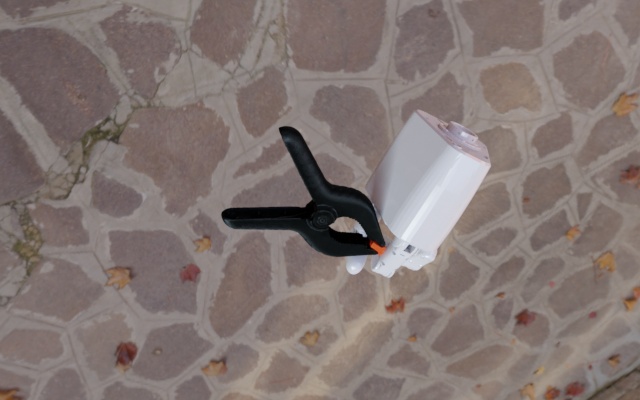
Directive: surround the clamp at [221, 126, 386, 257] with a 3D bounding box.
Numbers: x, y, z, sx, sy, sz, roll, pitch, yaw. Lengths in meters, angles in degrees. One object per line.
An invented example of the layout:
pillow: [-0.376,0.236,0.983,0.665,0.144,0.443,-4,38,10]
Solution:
clamp: [0.000,0.002,0.479,0.171,0.120,0.039,19,32,-20]
